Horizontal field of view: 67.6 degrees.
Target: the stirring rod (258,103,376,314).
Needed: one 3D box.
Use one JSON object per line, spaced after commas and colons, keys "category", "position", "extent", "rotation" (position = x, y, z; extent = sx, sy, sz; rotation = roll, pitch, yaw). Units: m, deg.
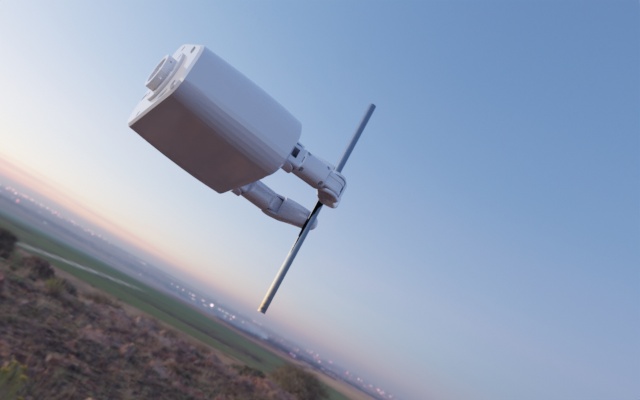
{"category": "stirring rod", "position": [0.000, 0.002, 0.473], "extent": [0.011, 0.239, 0.011], "rotation": [26, -15, 8]}
